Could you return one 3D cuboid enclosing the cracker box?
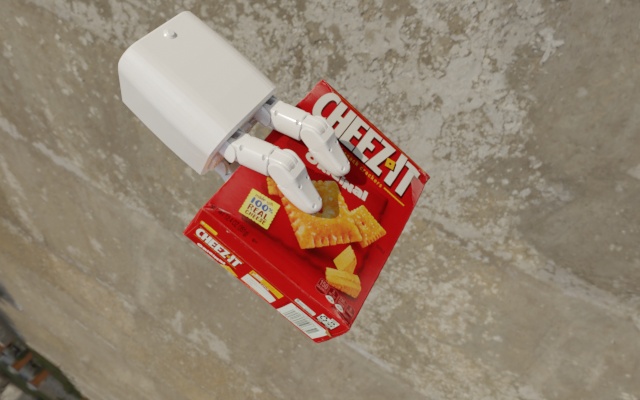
[{"bbox_3d":[0.000,0.002,0.473,0.072,0.164,0.213,-39,12,52],"label":"cracker box"}]
